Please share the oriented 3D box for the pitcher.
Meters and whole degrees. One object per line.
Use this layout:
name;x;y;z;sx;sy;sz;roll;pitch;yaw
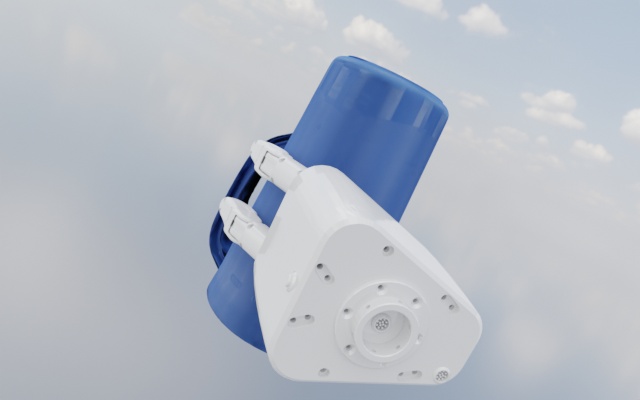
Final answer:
pitcher;0.000;0.001;0.423;0.149;0.243;0.145;24;11;-14
